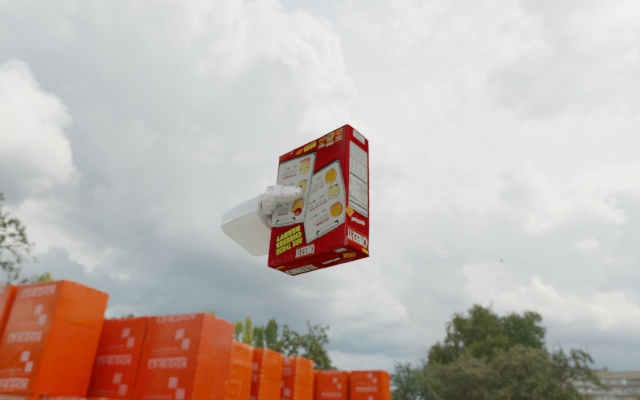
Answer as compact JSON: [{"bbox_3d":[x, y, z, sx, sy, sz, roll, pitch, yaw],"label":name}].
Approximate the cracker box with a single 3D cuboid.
[{"bbox_3d":[0.000,0.002,0.787,0.164,0.213,0.072,-20,-35,37],"label":"cracker box"}]
